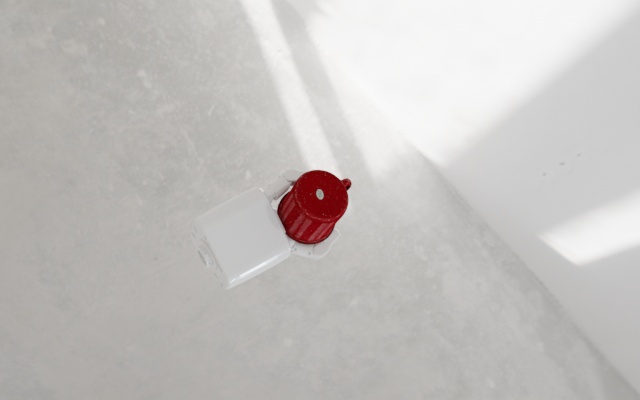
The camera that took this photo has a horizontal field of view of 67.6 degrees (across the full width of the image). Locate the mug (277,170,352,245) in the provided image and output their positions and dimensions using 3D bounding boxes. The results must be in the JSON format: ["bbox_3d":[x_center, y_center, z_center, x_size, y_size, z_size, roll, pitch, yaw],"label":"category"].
[{"bbox_3d":[0.001,0.002,0.697,0.117,0.093,0.081,-29,-11,-27],"label":"mug"}]
